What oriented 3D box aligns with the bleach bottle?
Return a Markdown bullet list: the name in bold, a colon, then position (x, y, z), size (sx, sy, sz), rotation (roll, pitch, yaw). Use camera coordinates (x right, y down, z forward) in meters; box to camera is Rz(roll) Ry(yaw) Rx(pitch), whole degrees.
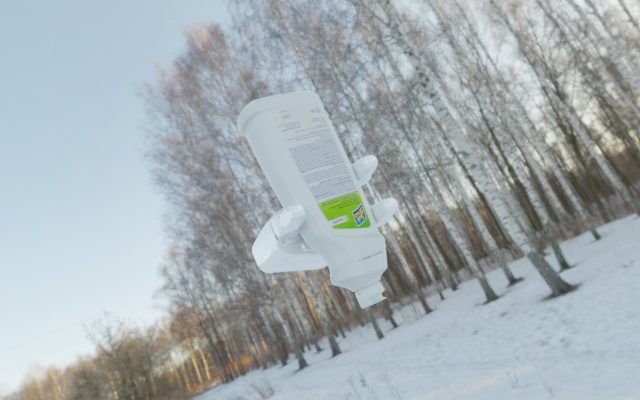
- **bleach bottle**: position (0.000, 0.002, 0.536), size (0.102, 0.250, 0.068), rotation (-18, -13, -29)
